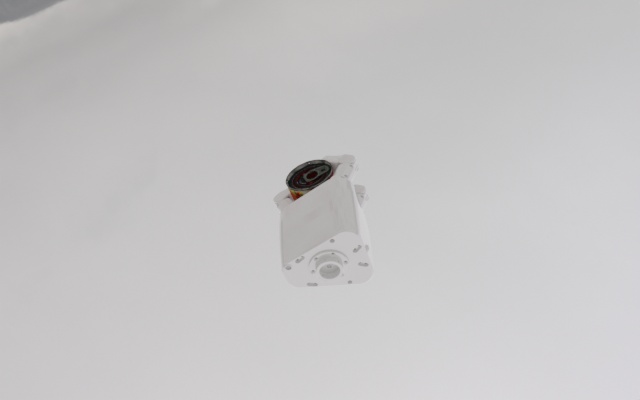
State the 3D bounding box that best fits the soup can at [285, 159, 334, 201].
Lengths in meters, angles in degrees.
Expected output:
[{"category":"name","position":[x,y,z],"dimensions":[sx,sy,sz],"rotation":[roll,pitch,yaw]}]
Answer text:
[{"category":"soup can","position":[0.000,0.002,0.680],"dimensions":[0.068,0.102,0.068],"rotation":[-15,35,11]}]
